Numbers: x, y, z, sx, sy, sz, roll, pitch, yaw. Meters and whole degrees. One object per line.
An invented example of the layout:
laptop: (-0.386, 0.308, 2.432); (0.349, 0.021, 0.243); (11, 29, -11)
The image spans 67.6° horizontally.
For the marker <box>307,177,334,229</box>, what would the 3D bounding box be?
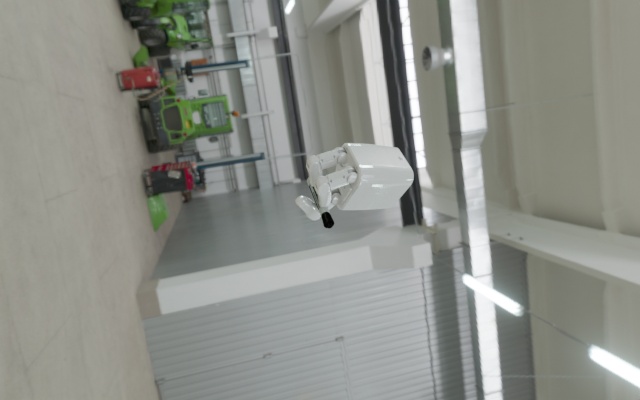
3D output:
marker: (0.000, 0.003, 0.835); (0.020, 0.020, 0.121); (0, 43, -21)
